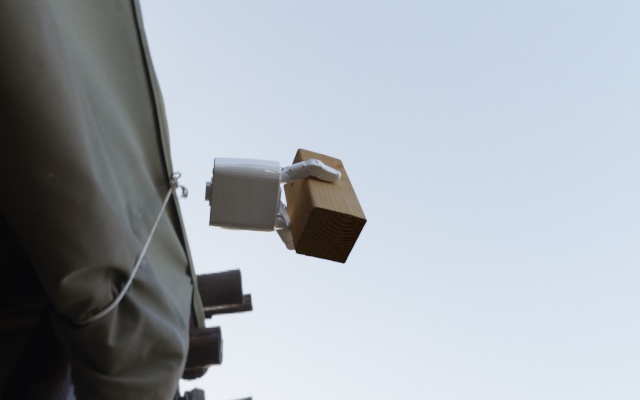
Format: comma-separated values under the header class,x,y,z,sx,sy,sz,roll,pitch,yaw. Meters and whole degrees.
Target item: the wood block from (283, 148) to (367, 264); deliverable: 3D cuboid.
class,x,y,z,sx,sy,sz,roll,pitch,yaw
wood block,0.000,0.002,0.812,0.090,0.091,0.206,14,28,-18
